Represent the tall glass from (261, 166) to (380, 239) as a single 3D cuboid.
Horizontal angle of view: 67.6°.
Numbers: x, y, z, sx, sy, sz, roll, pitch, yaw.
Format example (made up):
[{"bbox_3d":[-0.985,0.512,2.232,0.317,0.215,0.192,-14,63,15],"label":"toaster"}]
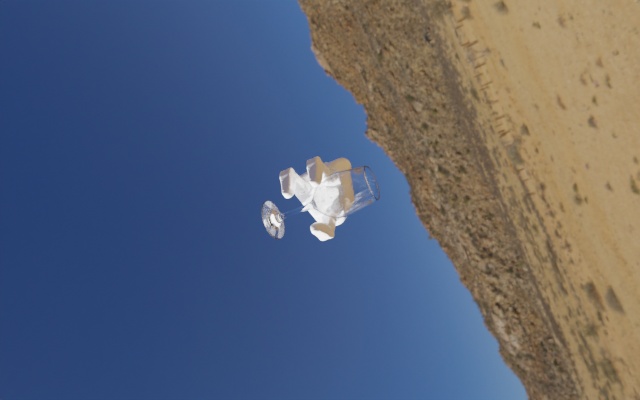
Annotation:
[{"bbox_3d":[0.000,0.003,0.836,0.201,0.079,0.079,-21,-8,21],"label":"tall glass"}]
